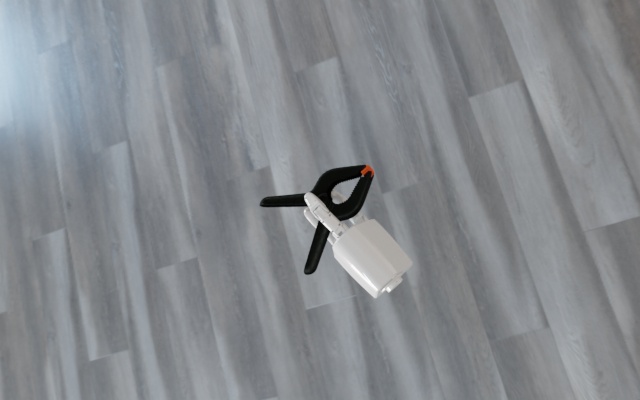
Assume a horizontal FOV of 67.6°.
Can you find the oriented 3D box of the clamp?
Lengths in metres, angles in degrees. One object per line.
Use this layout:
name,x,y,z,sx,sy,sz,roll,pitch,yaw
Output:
clamp,0.000,0.002,0.837,0.164,0.210,0.036,47,7,18
